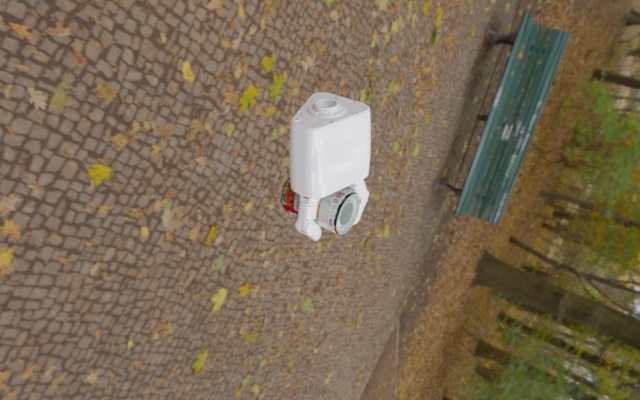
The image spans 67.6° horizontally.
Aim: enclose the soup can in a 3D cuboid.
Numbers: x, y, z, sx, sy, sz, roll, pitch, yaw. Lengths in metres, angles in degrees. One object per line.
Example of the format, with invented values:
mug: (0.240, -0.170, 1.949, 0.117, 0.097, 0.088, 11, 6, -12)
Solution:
soup can: (0.000, 0.003, 0.720, 0.102, 0.068, 0.068, 23, 11, 28)
